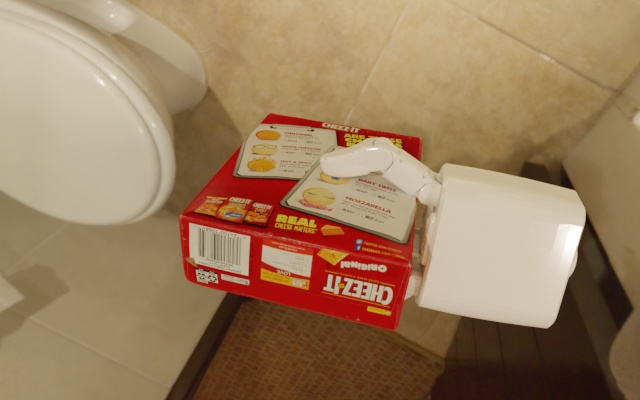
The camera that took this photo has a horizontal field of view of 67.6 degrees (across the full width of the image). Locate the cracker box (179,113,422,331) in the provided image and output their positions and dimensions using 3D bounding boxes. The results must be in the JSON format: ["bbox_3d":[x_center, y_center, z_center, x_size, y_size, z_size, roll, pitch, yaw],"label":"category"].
[{"bbox_3d":[0.000,0.001,0.420,0.164,0.072,0.213,11,31,7],"label":"cracker box"}]
